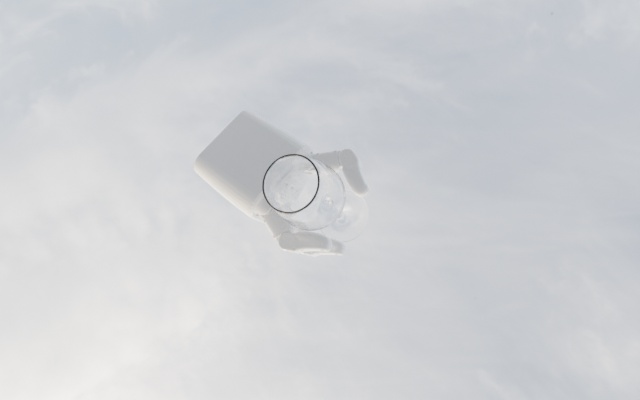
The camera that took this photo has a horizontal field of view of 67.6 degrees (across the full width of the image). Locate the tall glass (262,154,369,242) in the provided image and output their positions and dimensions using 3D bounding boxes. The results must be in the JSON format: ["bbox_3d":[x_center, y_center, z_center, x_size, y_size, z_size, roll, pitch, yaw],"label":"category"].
[{"bbox_3d":[0.000,0.002,0.568,0.079,0.079,0.201,0,-11,18],"label":"tall glass"}]
